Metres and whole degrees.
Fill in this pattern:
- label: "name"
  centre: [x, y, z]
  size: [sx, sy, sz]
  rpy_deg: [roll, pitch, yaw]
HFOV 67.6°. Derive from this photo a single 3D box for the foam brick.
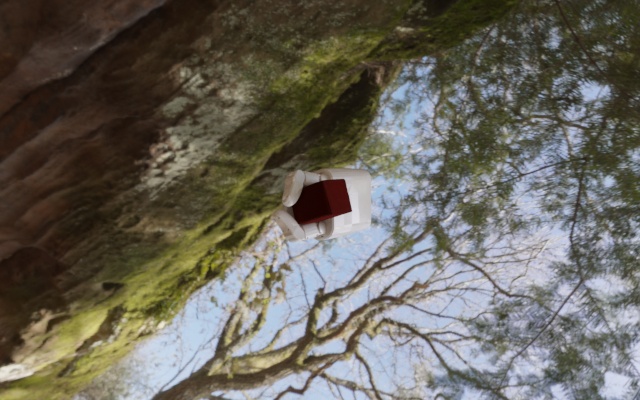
- label: "foam brick"
  centre: [0.000, 0.002, 0.722]
  size: [0.051, 0.053, 0.078]
  rpy_deg: [-6, -9, -45]
